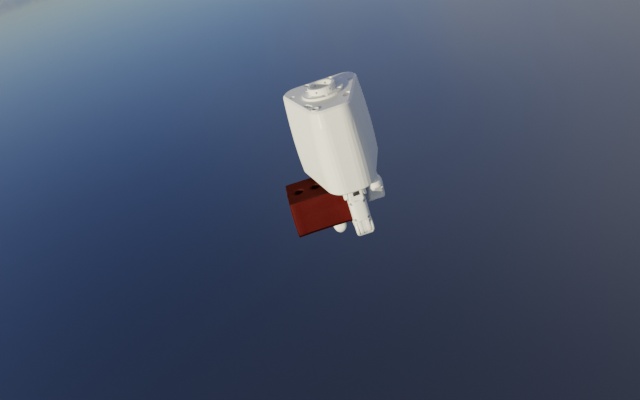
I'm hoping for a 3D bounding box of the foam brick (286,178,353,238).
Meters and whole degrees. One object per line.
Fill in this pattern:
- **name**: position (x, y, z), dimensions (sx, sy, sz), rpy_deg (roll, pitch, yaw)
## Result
- **foam brick**: position (0.000, 0.002, 0.606), dimensions (0.078, 0.051, 0.053), rpy_deg (-18, 32, 1)
